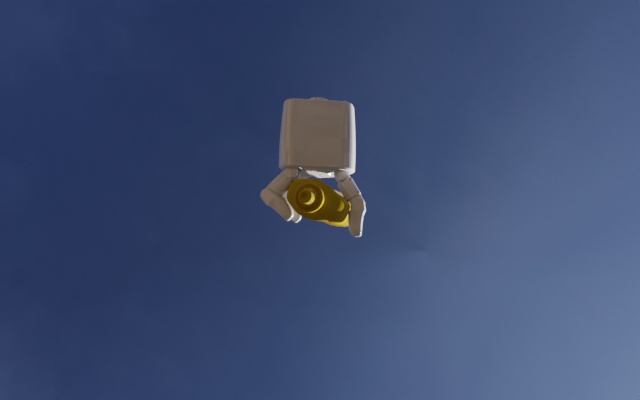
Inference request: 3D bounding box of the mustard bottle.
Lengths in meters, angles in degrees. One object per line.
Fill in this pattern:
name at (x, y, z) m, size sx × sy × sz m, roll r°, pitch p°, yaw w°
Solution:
mustard bottle at (0.000, 0.003, 0.729) m, size 0.096 × 0.058 × 0.191 m, roll 26°, pitch 0°, yaw 14°
